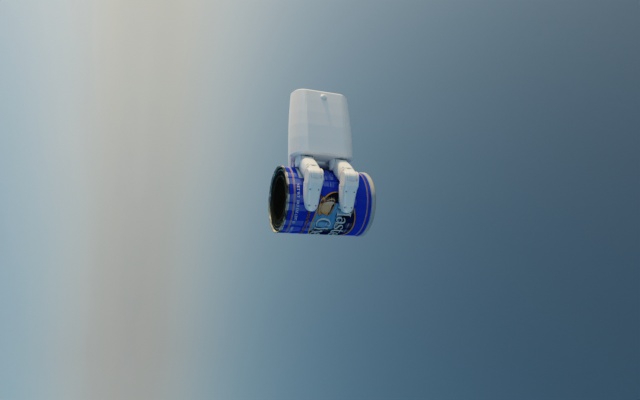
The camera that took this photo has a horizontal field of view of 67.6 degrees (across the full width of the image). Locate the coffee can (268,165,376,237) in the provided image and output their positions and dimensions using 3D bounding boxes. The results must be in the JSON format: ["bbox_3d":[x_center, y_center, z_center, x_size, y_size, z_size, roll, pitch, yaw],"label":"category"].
[{"bbox_3d":[0.000,0.003,0.738,0.140,0.103,0.103,4,-1,-21],"label":"coffee can"}]
